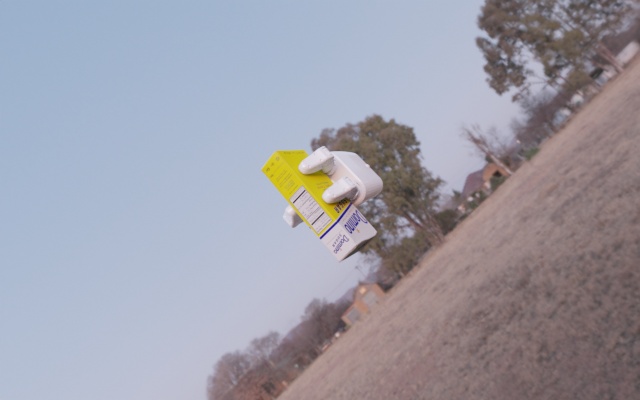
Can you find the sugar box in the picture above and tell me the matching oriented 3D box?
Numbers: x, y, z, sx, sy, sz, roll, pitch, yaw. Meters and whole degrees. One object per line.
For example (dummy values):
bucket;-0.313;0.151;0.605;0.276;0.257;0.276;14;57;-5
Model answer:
sugar box;0.000;0.002;0.692;0.048;0.176;0.093;-49;-13;22
